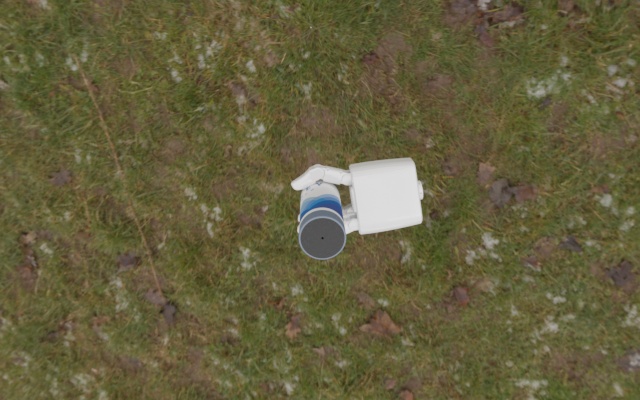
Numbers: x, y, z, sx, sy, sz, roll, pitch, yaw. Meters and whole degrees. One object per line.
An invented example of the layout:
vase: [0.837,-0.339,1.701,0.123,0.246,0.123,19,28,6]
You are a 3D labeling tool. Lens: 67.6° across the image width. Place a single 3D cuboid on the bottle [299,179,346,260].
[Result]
bottle: [0.000,0.003,0.800,0.069,0.069,0.295,0,20,-1]
